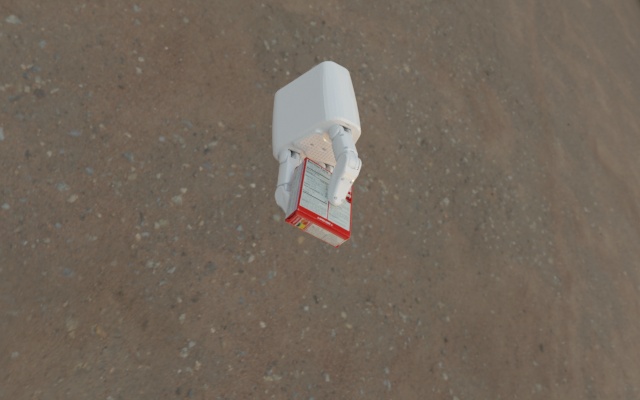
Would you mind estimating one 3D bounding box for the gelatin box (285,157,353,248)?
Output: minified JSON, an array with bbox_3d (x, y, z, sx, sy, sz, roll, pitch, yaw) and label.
[{"bbox_3d":[0.000,0.002,0.562,0.073,0.089,0.030,29,-48,-22],"label":"gelatin box"}]
